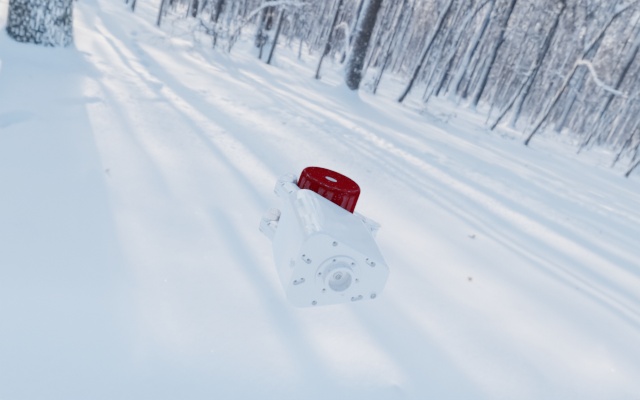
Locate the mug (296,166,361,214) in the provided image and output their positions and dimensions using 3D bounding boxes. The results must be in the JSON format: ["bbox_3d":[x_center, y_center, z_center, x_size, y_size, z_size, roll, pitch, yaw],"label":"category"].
[{"bbox_3d":[0.000,0.001,0.637,0.093,0.081,0.117,13,20,-19],"label":"mug"}]
